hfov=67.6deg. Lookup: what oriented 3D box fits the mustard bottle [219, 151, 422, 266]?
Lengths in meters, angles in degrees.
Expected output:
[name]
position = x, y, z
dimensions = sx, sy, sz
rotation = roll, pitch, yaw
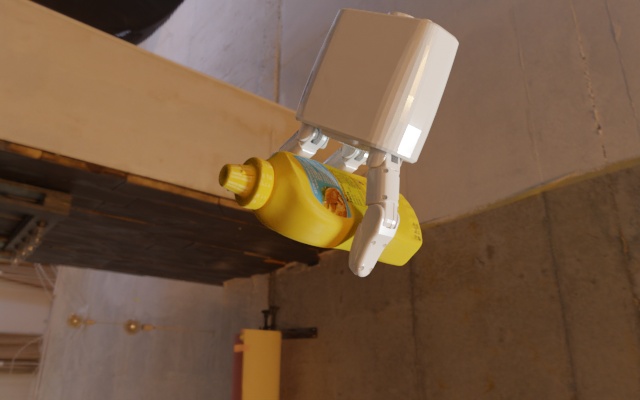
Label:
[mustard bottle]
position = 0.000, 0.002, 0.420
dimensions = 0.192, 0.058, 0.096
rotation = 17, 33, -37
